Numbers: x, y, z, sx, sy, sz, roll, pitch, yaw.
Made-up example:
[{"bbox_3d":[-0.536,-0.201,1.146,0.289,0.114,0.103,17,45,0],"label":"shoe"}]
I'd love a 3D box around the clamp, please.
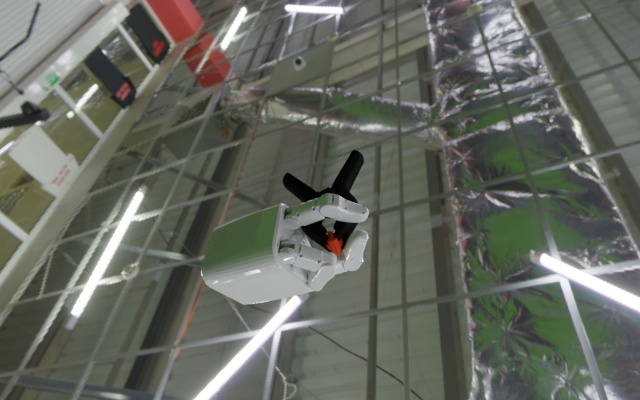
[{"bbox_3d":[0.000,0.003,0.638,0.120,0.039,0.171,-17,39,19],"label":"clamp"}]
